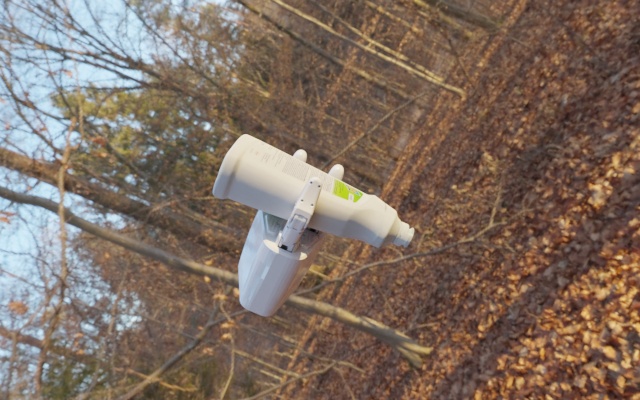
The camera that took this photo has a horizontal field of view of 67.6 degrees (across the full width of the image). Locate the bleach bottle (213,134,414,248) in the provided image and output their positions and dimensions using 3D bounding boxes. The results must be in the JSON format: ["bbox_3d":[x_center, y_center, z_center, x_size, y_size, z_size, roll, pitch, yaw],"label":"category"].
[{"bbox_3d":[0.000,0.002,0.603,0.251,0.068,0.102,24,26,-5],"label":"bleach bottle"}]
